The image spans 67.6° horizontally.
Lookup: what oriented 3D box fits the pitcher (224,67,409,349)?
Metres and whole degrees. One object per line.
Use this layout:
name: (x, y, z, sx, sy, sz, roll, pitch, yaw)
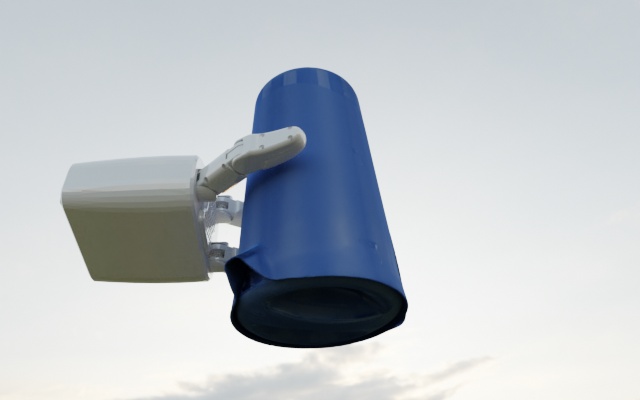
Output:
pitcher: (0.000, 0.001, 0.431, 0.145, 0.242, 0.149, -3, -37, 0)
